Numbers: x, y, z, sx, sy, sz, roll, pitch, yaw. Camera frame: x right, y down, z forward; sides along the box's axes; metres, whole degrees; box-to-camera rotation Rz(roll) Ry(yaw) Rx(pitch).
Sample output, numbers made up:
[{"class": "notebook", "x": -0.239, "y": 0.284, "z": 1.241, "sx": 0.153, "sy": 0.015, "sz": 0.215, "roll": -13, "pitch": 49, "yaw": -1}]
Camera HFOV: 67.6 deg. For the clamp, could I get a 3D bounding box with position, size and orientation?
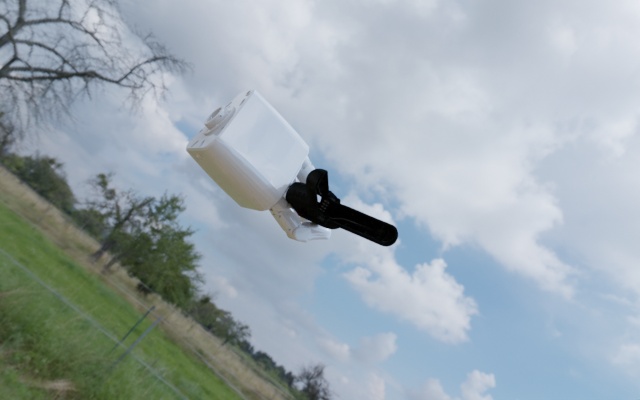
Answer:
[{"class": "clamp", "x": 0.000, "y": 0.001, "z": 0.547, "sx": 0.120, "sy": 0.039, "sz": 0.171, "roll": 47, "pitch": -21, "yaw": -27}]
